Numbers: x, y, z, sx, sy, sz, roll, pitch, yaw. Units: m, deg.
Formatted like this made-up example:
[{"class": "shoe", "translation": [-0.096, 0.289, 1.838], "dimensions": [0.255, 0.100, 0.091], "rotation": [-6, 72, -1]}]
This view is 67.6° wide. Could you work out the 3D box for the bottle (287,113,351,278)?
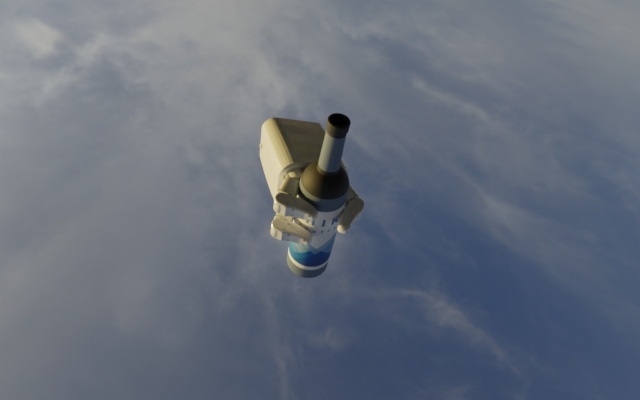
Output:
[{"class": "bottle", "translation": [0.000, 0.002, 0.664], "dimensions": [0.069, 0.069, 0.296], "rotation": [0, -40, -11]}]
